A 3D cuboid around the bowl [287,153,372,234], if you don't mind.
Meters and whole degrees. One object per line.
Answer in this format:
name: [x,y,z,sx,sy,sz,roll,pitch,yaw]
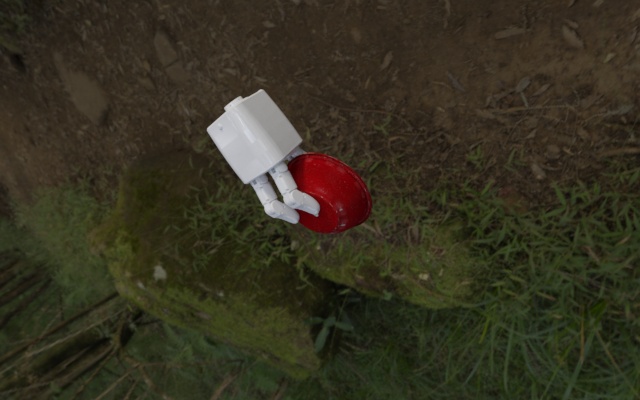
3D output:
bowl: [0.001,0.004,0.780,0.162,0.162,0.055,0,41,35]
